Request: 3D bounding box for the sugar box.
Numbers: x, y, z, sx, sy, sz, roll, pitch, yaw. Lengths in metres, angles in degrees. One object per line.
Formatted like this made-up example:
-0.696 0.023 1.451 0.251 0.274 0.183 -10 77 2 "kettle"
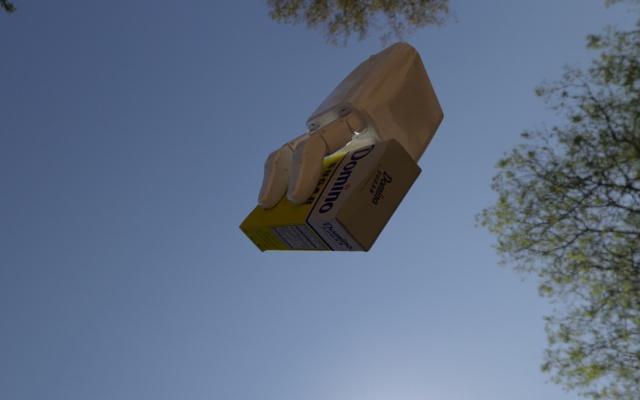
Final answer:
0.000 0.001 0.439 0.048 0.093 0.176 47 -28 -18 "sugar box"
